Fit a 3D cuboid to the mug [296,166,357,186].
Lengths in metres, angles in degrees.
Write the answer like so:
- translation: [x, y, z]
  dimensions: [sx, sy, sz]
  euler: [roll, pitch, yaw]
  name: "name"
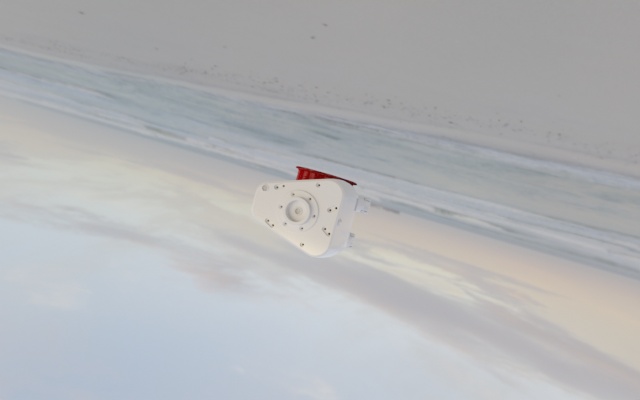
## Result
- translation: [0.000, 0.003, 0.708]
  dimensions: [0.093, 0.081, 0.117]
  euler: [16, 0, 13]
  name: "mug"
